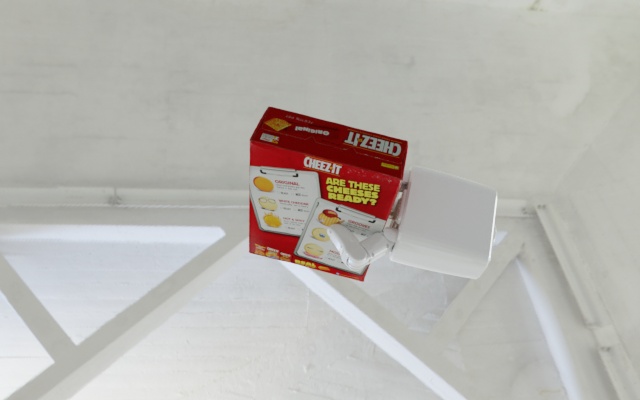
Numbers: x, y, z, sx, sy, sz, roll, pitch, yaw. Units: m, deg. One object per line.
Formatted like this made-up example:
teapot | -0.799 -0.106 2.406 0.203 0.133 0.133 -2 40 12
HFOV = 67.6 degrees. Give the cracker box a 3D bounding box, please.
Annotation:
cracker box | 0.000 0.002 0.584 0.164 0.072 0.214 14 -40 3
